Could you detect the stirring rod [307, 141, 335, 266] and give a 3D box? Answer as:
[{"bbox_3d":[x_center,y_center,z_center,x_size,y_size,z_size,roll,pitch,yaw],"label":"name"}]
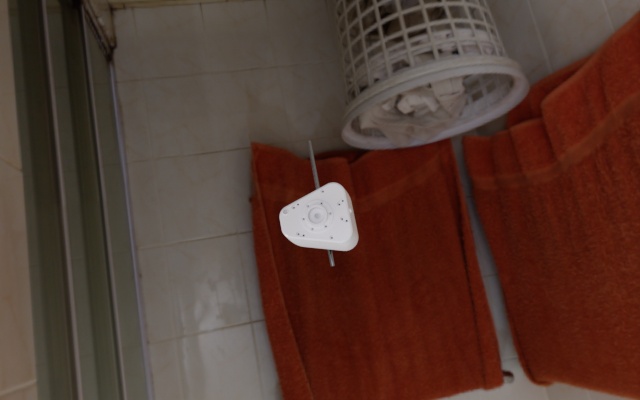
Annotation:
[{"bbox_3d":[0.000,0.003,0.887,0.011,0.239,0.011,-10,-11,-2],"label":"stirring rod"}]
